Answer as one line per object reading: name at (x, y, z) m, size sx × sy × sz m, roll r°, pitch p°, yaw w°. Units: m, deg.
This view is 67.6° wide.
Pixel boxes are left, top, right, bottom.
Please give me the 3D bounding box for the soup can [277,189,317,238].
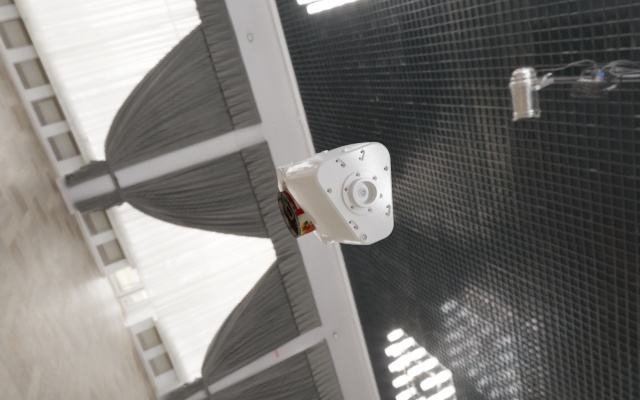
soup can at (0.000, 0.002, 0.666) m, size 0.102 × 0.068 × 0.068 m, roll -22°, pitch 7°, yaw -18°
